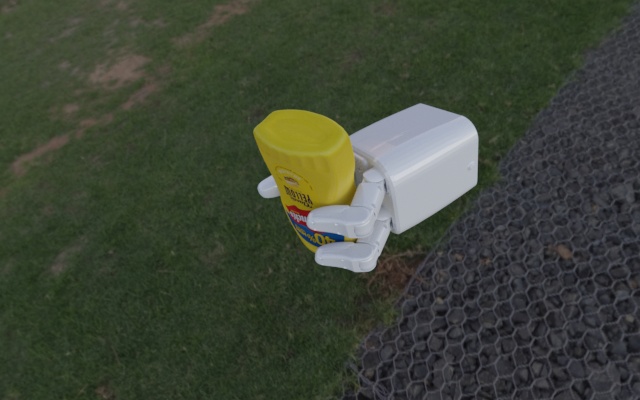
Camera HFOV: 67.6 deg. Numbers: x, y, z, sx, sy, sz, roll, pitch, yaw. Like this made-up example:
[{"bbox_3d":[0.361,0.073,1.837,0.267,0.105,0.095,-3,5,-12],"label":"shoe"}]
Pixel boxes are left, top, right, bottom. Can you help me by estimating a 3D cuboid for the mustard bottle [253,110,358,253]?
[{"bbox_3d":[0.000,0.002,0.489,0.096,0.192,0.058,21,56,32],"label":"mustard bottle"}]
